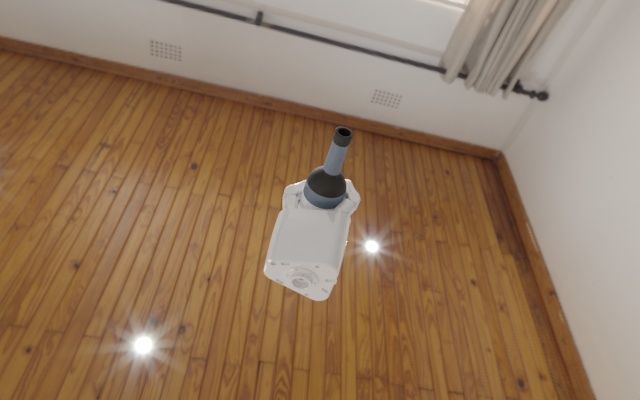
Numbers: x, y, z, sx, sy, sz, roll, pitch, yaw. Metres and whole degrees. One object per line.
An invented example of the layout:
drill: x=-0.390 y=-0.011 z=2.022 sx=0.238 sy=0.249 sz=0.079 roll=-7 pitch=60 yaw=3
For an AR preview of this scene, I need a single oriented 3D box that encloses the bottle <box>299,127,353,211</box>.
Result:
bottle: x=0.000 y=0.003 z=0.791 sx=0.069 sy=0.069 sz=0.296 roll=0 pitch=-43 yaw=-19
